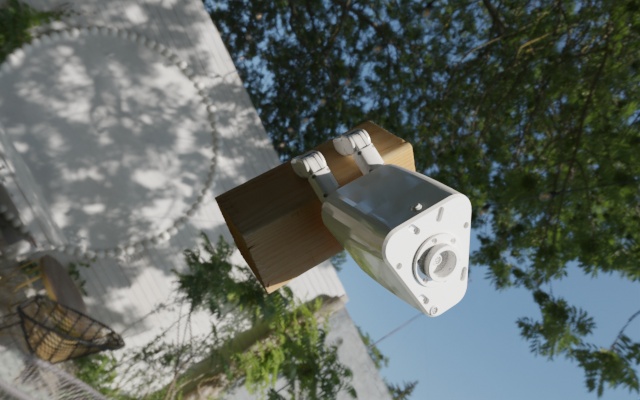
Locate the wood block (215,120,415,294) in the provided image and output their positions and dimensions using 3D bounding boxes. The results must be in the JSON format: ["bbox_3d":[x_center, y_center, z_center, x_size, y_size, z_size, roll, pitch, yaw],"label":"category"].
[{"bbox_3d":[0.000,0.002,0.544,0.206,0.091,0.090,-28,38,-16],"label":"wood block"}]
